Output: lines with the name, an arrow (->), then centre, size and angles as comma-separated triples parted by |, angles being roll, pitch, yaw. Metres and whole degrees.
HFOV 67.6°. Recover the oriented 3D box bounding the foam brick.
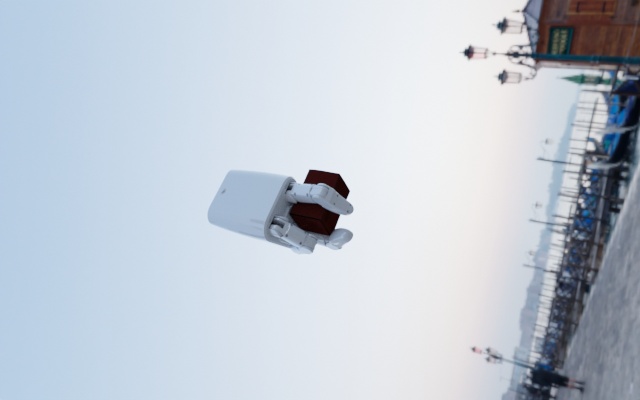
foam brick -> 0.000, 0.002, 0.680 | 0.051, 0.078, 0.053 | 11, -26, 28
